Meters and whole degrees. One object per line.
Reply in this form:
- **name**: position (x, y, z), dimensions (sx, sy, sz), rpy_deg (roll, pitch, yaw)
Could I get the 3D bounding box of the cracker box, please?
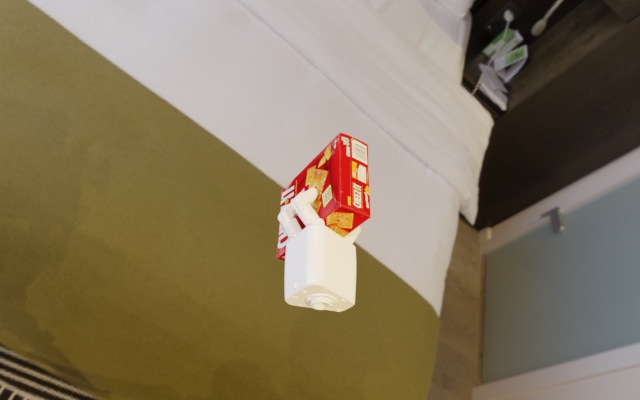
- **cracker box**: position (0.000, 0.003, 0.874), dimensions (0.072, 0.164, 0.214), rpy_deg (22, -40, -26)
